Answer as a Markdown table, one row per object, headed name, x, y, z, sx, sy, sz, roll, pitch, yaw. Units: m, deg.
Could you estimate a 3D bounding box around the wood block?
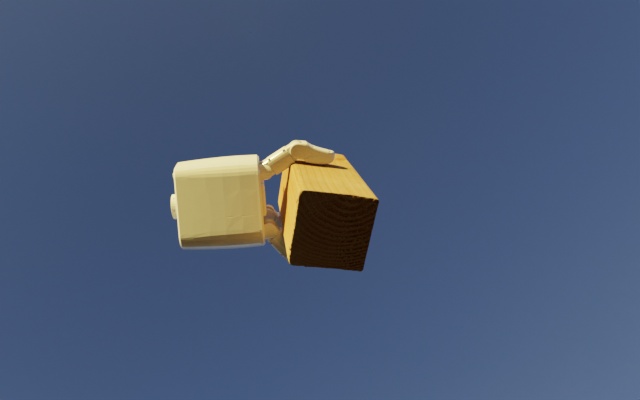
| name | x | y | z | sx | sy | sz | roll | pitch | yaw |
| --- | --- | --- | --- | --- | --- | --- | --- | --- | --- |
| wood block | 0.000 | 0.002 | 0.618 | 0.090 | 0.091 | 0.206 | 7 | 18 | -11 |
